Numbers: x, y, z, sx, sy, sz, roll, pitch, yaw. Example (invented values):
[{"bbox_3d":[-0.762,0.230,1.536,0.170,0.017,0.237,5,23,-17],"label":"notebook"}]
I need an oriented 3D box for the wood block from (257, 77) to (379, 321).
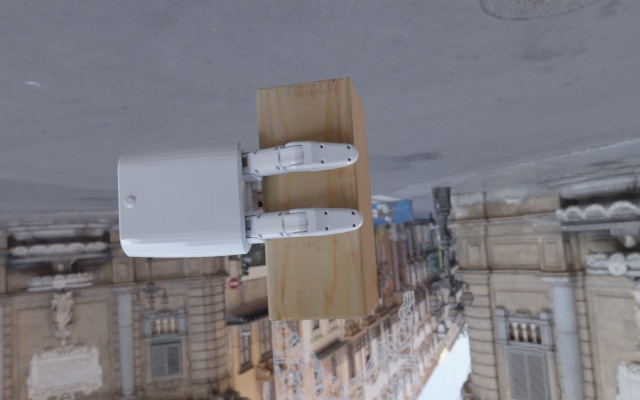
[{"bbox_3d":[0.000,0.002,0.455,0.090,0.206,0.091,-5,-5,12],"label":"wood block"}]
